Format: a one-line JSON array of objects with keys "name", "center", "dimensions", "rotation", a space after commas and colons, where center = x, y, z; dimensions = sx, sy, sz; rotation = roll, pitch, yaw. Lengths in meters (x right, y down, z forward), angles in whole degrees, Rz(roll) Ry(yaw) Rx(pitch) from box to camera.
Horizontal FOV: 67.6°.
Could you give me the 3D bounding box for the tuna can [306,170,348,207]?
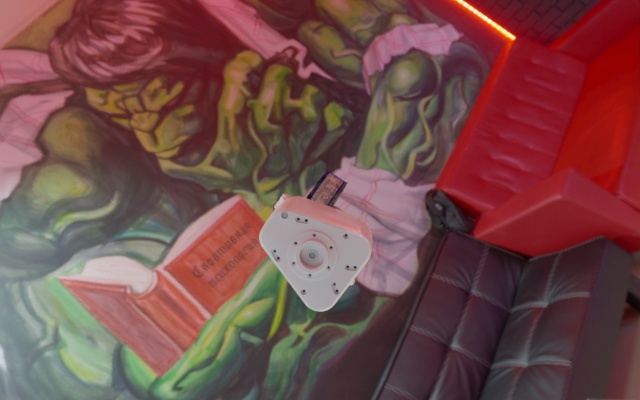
[{"name": "tuna can", "center": [0.000, 0.002, 0.653], "dimensions": [0.034, 0.086, 0.086], "rotation": [34, 2, 3]}]
